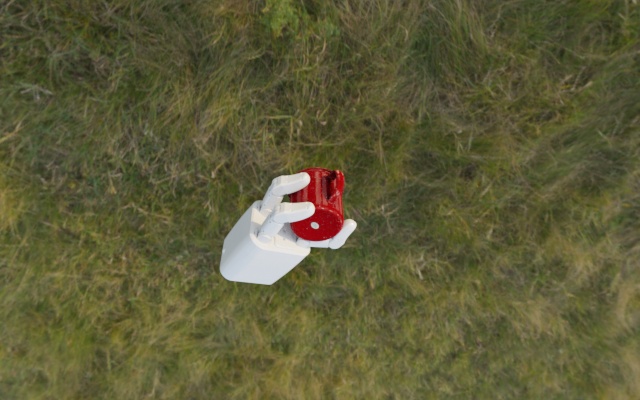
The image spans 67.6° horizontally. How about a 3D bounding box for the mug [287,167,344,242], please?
[{"bbox_3d":[0.001,0.002,0.734,0.093,0.081,0.117,25,-51,-25],"label":"mug"}]
